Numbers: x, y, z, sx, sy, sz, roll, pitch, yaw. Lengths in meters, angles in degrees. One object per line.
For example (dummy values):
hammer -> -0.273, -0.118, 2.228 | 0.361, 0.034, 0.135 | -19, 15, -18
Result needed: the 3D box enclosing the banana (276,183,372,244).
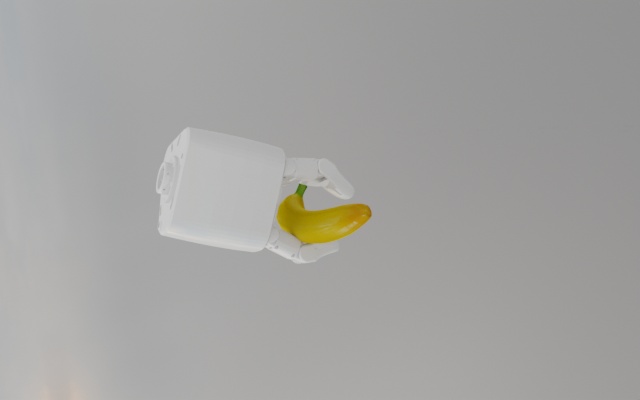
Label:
banana -> -0.011, 0.017, 0.551 | 0.037, 0.069, 0.197 | 32, -4, -26
